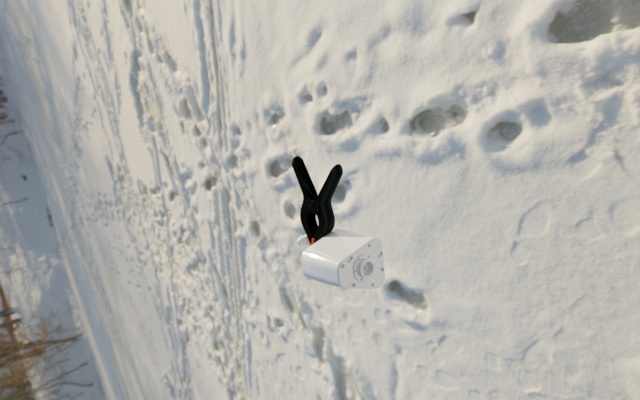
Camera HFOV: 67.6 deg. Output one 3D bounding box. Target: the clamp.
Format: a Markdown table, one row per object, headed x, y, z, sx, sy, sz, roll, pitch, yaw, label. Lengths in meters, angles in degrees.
| x | y | z | sx | sy | sz | roll | pitch | yaw | label |
| --- | --- | --- | --- | --- | --- | --- | --- | --- | --- |
| 0.000 | 0.003 | 0.875 | 0.039 | 0.171 | 0.120 | -17 | 15 | -36 | clamp |
